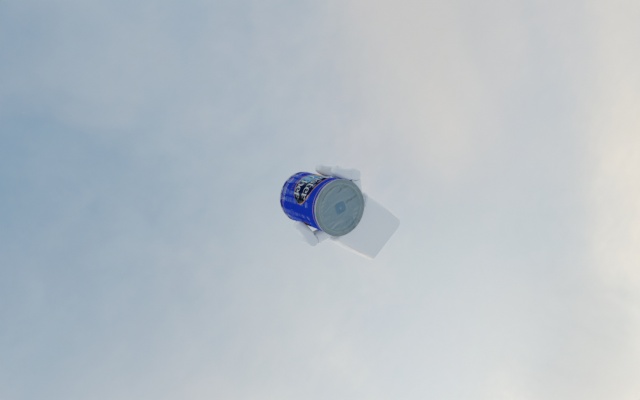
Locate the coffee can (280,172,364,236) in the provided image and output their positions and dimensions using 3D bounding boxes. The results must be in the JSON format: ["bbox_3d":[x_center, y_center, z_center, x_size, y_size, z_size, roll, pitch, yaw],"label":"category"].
[{"bbox_3d":[0.000,0.003,0.899,0.103,0.103,0.140,0,9,-32],"label":"coffee can"}]
